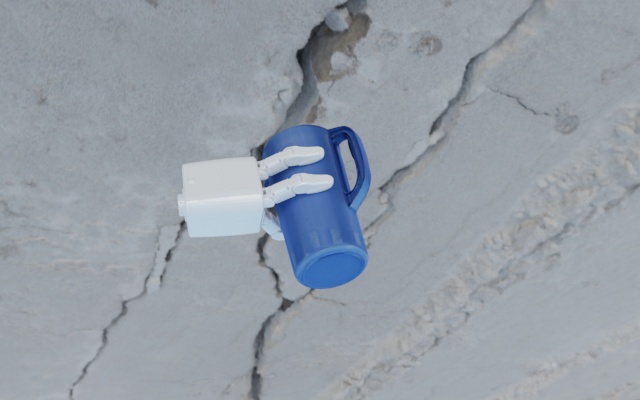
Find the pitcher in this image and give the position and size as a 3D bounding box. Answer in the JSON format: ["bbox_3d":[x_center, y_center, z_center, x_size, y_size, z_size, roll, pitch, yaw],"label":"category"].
[{"bbox_3d":[0.000,0.002,0.732,0.145,0.242,0.149,-4,-40,-15],"label":"pitcher"}]
